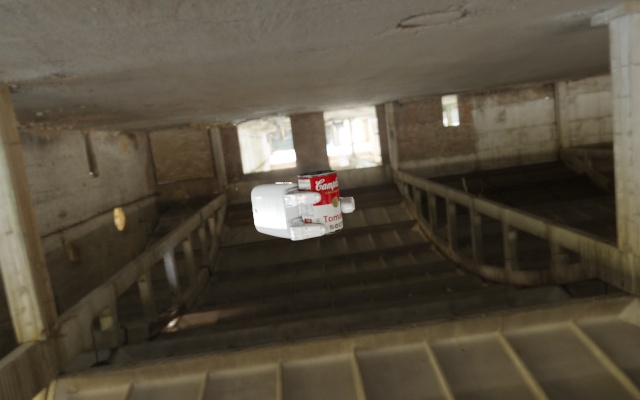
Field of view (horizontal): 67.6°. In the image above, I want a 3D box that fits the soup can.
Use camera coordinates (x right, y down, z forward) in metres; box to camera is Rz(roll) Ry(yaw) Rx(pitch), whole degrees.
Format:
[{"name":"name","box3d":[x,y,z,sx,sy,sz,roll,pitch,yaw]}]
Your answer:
[{"name":"soup can","box3d":[0.001,0.003,0.820,0.068,0.102,0.068,-7,8,1]}]
